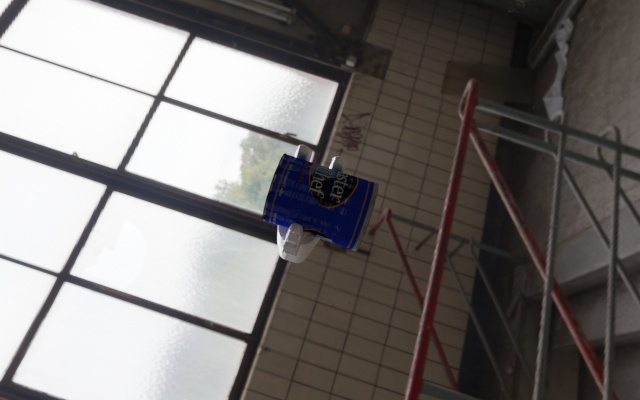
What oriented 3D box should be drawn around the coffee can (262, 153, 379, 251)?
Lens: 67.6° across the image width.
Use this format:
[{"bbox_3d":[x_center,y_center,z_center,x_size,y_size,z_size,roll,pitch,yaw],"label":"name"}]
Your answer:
[{"bbox_3d":[0.000,0.002,0.681,0.140,0.103,0.103,18,0,1],"label":"coffee can"}]
